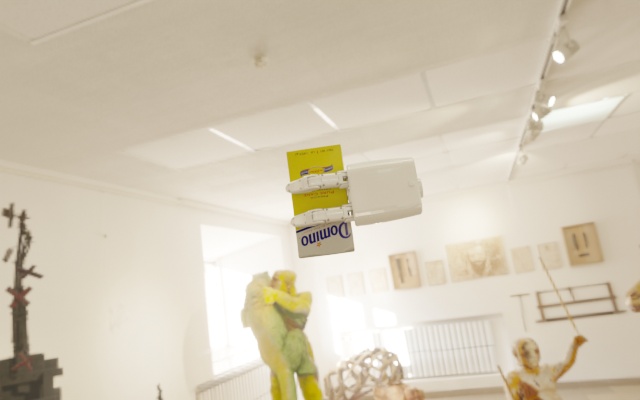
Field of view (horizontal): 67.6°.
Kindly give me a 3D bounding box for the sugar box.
[{"bbox_3d":[0.000,0.002,0.785,0.093,0.176,0.048,-8,-10,4],"label":"sugar box"}]
